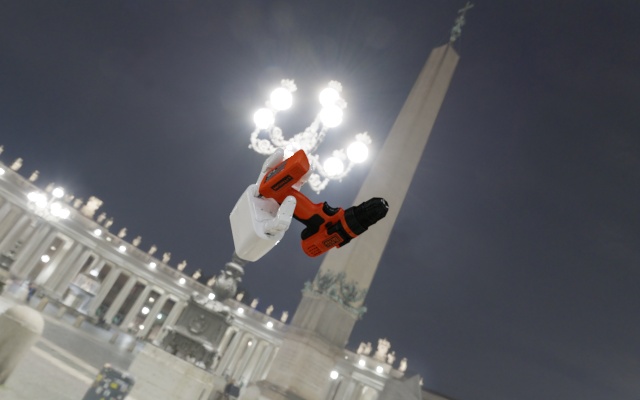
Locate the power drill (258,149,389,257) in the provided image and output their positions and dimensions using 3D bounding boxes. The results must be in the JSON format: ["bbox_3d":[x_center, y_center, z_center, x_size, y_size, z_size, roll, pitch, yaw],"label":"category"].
[{"bbox_3d":[0.000,0.003,0.831,0.184,0.188,0.057,-33,23,24],"label":"power drill"}]
